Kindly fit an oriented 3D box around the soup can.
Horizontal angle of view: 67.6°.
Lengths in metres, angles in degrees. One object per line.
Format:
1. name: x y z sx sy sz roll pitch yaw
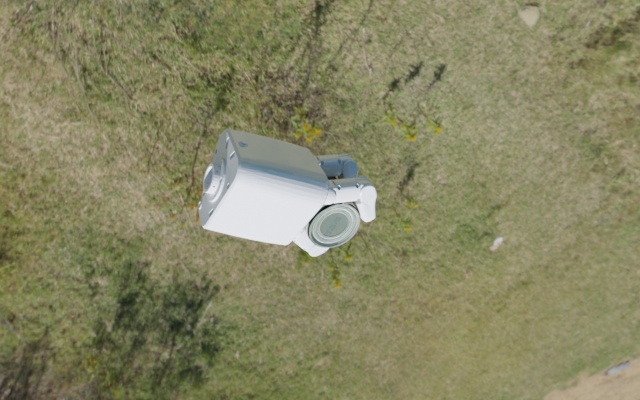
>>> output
1. soup can: 0.001 0.002 0.594 0.068 0.068 0.102 0 34 -24
